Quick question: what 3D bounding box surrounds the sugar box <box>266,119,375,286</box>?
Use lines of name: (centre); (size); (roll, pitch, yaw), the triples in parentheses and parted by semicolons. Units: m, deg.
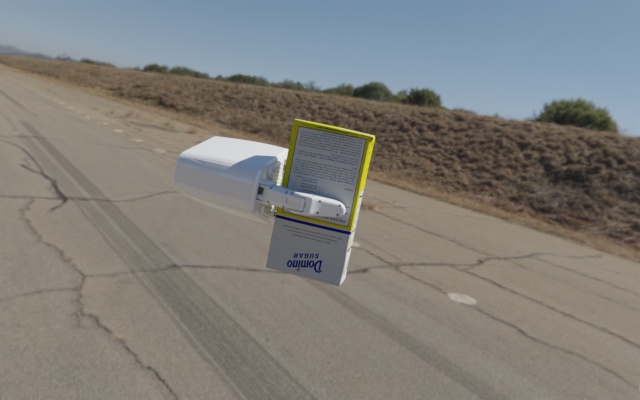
sugar box: (0.000, 0.002, 0.556); (0.093, 0.176, 0.048); (14, 10, 10)
